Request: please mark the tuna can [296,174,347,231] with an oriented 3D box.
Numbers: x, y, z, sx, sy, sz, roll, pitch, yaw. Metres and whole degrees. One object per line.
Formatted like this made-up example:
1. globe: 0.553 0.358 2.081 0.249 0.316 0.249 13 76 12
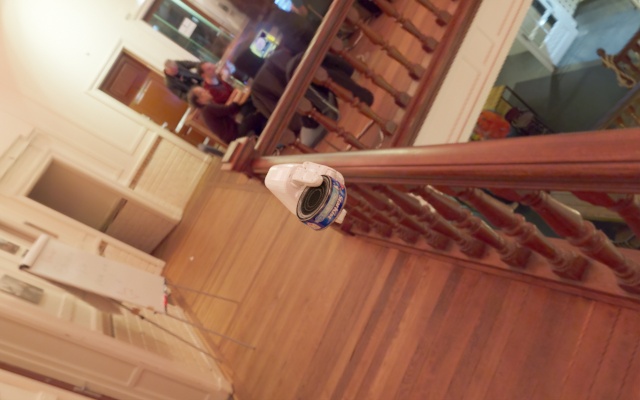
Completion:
1. tuna can: 0.000 0.002 0.748 0.034 0.086 0.086 32 -17 -29
